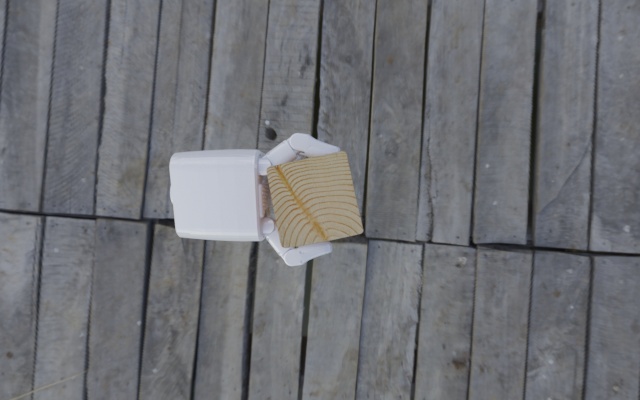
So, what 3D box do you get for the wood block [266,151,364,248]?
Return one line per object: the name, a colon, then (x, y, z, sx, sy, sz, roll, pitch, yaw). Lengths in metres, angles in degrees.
wood block: (0.000, 0.002, 0.602, 0.090, 0.091, 0.206, -11, -2, 3)
